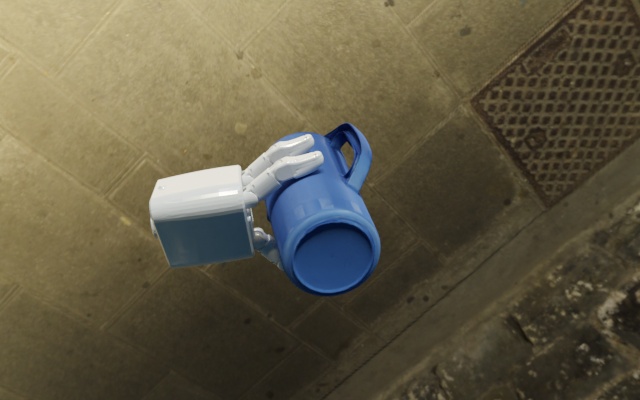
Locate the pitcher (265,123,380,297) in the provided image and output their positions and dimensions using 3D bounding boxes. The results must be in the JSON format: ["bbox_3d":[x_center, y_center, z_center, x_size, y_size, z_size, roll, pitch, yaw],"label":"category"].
[{"bbox_3d":[0.000,0.002,0.603,0.145,0.149,0.242,-8,26,-7],"label":"pitcher"}]
